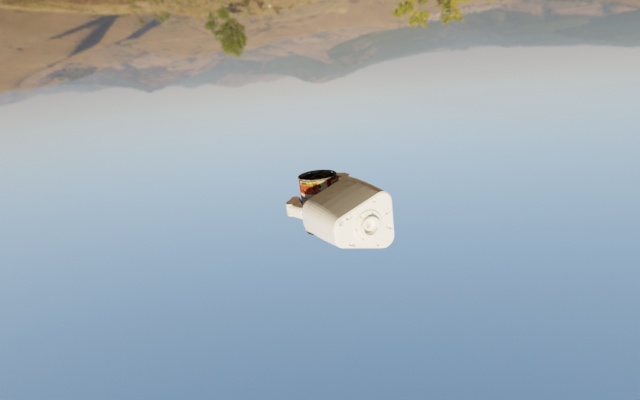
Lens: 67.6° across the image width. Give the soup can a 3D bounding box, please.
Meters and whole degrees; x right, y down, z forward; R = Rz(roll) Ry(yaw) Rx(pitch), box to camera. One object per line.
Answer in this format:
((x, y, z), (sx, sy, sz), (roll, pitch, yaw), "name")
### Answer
((0.000, 0.003, 0.847), (0.068, 0.102, 0.068), (-6, 18, 2), "soup can")
